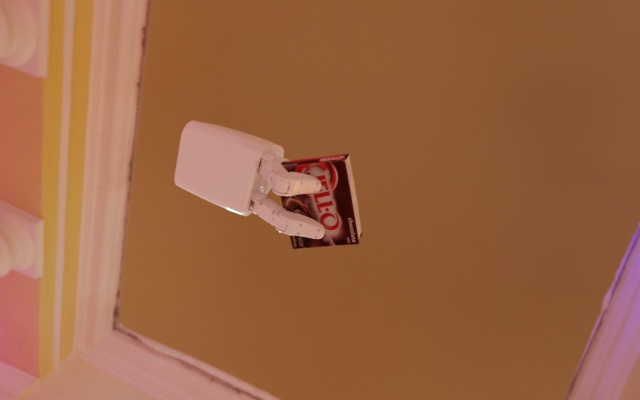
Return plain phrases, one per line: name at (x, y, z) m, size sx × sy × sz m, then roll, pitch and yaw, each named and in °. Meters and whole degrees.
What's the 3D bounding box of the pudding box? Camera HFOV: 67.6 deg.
pudding box at (0.000, 0.002, 0.603) m, size 0.090 × 0.113 × 0.039 m, roll -6°, pitch 20°, yaw 18°
